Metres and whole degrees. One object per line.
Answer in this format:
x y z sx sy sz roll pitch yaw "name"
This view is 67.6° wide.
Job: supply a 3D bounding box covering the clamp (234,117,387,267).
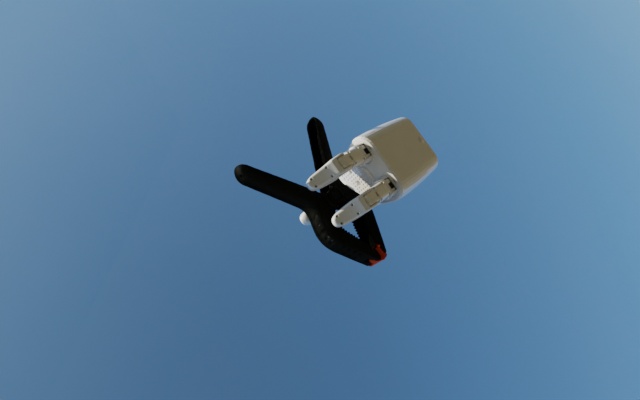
0.000 0.003 0.601 0.164 0.210 0.036 -32 -5 -41 "clamp"
